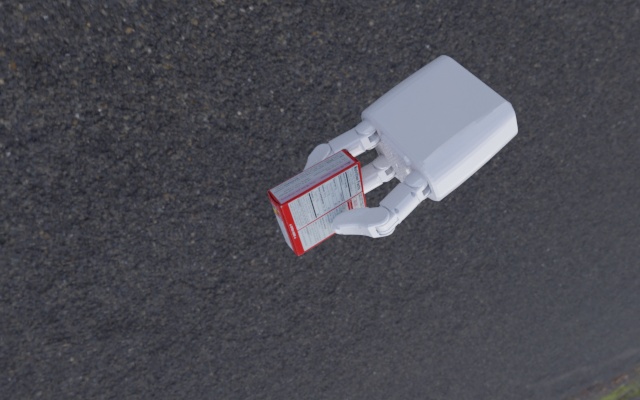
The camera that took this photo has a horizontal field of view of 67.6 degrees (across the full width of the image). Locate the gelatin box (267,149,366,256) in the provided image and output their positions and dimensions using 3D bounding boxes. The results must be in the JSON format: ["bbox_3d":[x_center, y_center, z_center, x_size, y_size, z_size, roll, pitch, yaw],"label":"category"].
[{"bbox_3d":[0.000,0.002,0.463,0.089,0.073,0.030,-31,47,-15],"label":"gelatin box"}]
